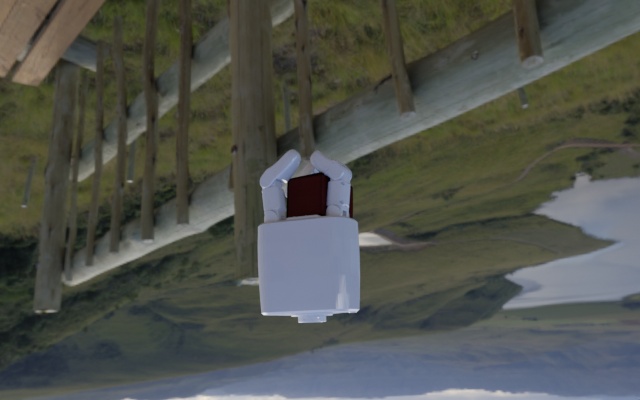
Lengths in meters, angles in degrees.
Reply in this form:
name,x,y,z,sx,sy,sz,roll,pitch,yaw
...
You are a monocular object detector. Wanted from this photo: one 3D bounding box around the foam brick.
name,x,y,z,sx,sy,sz,roll,pitch,yaw
foam brick,0.000,0.002,0.599,0.053,0.051,0.078,-10,-17,32
